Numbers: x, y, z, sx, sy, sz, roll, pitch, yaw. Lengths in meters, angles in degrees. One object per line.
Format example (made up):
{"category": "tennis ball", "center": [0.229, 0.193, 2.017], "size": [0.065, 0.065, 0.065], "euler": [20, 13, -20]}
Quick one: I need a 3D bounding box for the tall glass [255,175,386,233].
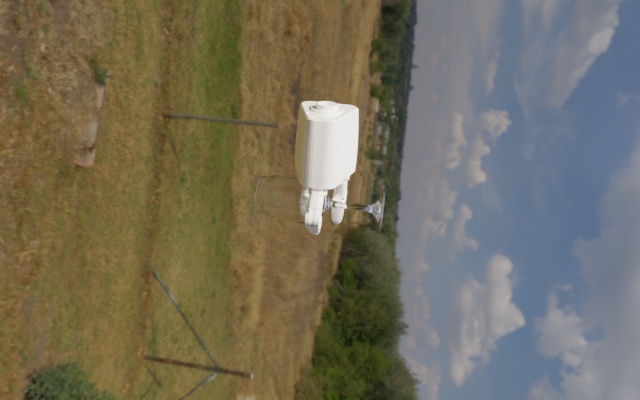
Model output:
{"category": "tall glass", "center": [0.001, 0.003, 0.764], "size": [0.201, 0.079, 0.079], "euler": [7, 1, 6]}
